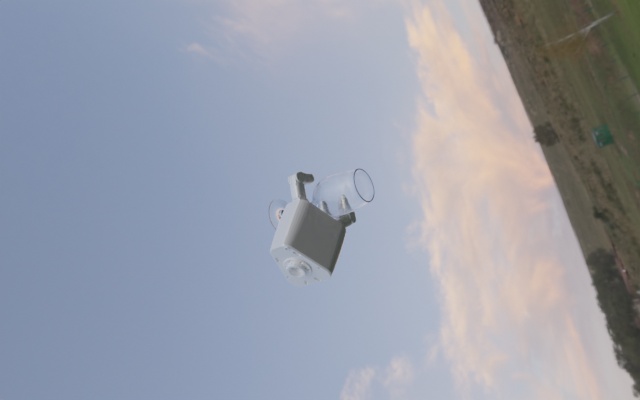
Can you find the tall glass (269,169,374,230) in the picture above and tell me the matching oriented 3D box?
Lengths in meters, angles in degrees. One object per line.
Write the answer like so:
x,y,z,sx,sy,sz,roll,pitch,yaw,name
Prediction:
0.000,0.003,0.883,0.201,0.079,0.079,-21,-13,35,tall glass
